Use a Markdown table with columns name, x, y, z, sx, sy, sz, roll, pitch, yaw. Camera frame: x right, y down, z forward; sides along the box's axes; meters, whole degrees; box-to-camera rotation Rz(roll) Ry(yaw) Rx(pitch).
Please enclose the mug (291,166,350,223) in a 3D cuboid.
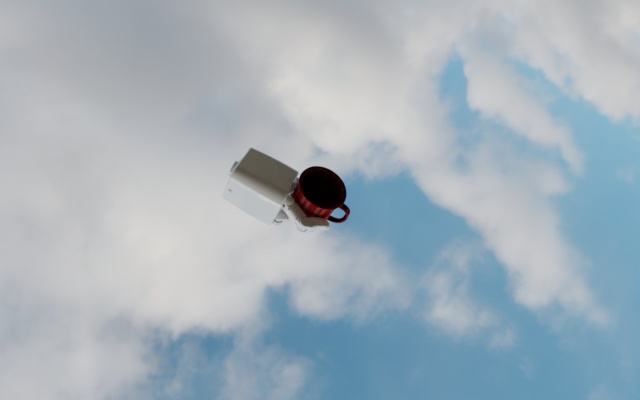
| name | x | y | z | sx | sy | sz | roll | pitch | yaw |
| --- | --- | --- | --- | --- | --- | --- | --- | --- | --- |
| mug | 0.001 | 0.004 | 0.884 | 0.117 | 0.093 | 0.081 | 31 | -39 | -5 |
